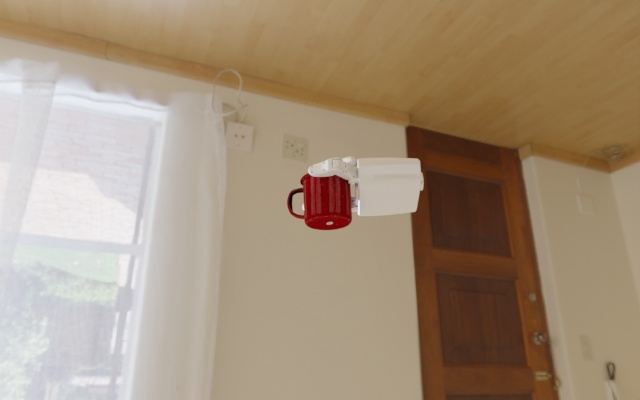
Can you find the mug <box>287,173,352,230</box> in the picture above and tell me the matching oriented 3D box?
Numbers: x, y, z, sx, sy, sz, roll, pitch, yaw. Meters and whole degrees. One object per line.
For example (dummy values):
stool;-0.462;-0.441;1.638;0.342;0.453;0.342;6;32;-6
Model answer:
mug;-0.001;0.003;0.824;0.117;0.081;0.093;-4;-21;4
